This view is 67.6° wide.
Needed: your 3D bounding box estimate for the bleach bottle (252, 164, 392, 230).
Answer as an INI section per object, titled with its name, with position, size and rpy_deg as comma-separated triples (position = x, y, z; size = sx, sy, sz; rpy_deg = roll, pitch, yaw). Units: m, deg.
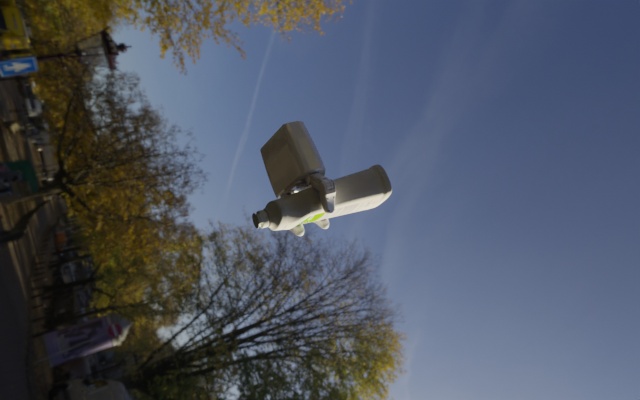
[bleach bottle]
position = 0.000, 0.003, 0.864
size = 0.251, 0.068, 0.103
rpy_deg = -15, -17, -26
